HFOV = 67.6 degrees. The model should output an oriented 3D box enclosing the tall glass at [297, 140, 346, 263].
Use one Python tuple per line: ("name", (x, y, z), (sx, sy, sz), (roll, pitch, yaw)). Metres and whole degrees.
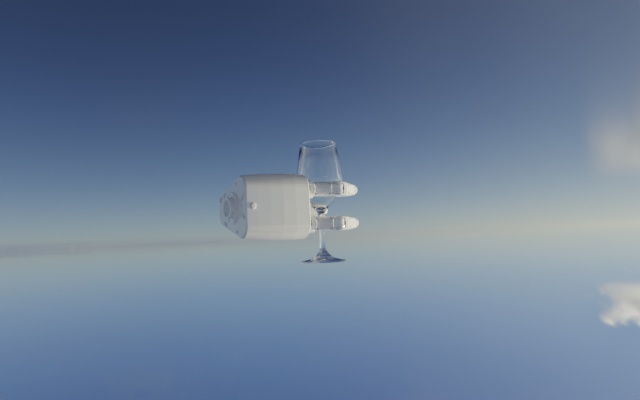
("tall glass", (0.000, 0.003, 0.801), (0.079, 0.201, 0.079), (-3, -4, 0))
